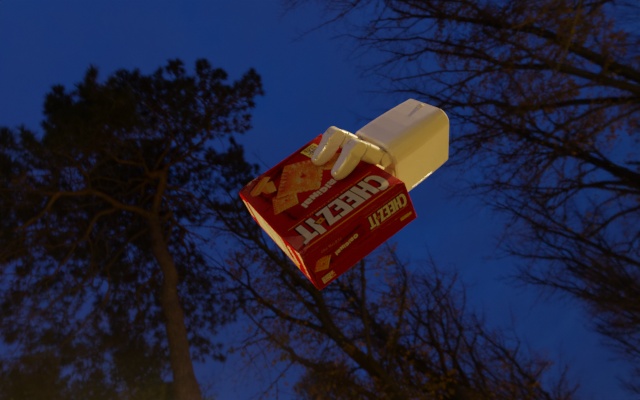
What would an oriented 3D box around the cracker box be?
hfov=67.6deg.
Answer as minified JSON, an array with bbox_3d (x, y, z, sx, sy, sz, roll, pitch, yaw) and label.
[{"bbox_3d":[0.000,0.002,0.671,0.164,0.072,0.213,-36,37,-12],"label":"cracker box"}]
